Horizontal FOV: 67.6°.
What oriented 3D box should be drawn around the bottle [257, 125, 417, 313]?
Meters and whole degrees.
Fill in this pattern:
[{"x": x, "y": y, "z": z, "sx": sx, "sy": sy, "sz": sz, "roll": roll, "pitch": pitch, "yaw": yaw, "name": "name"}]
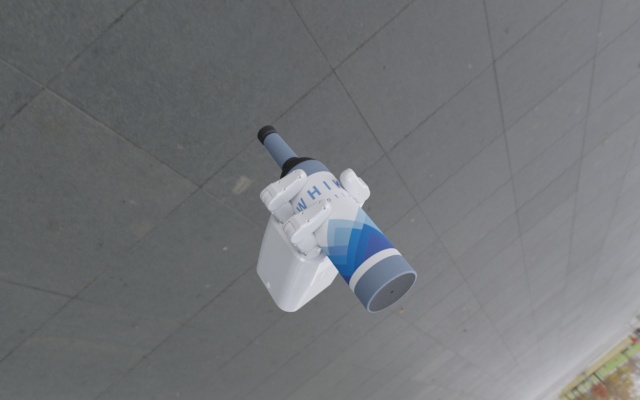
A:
[{"x": 0.000, "y": 0.002, "z": 0.590, "sx": 0.069, "sy": 0.069, "sz": 0.295, "roll": 0, "pitch": 41, "yaw": -44, "name": "bottle"}]
